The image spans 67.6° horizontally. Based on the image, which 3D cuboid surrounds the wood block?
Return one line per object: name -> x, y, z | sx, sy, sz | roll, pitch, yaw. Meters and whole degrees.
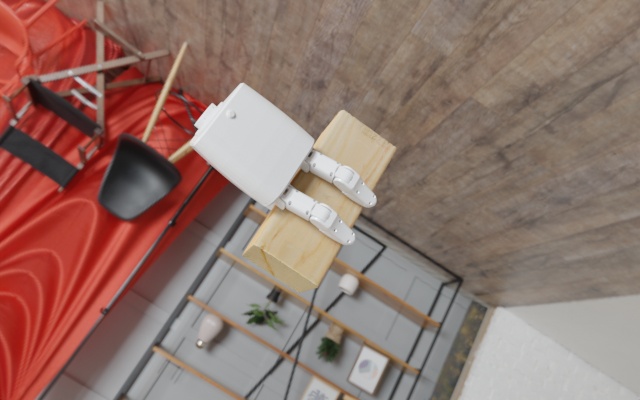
wood block -> 0.000, 0.002, 0.603 | 0.090, 0.206, 0.091 | 34, -22, -7
